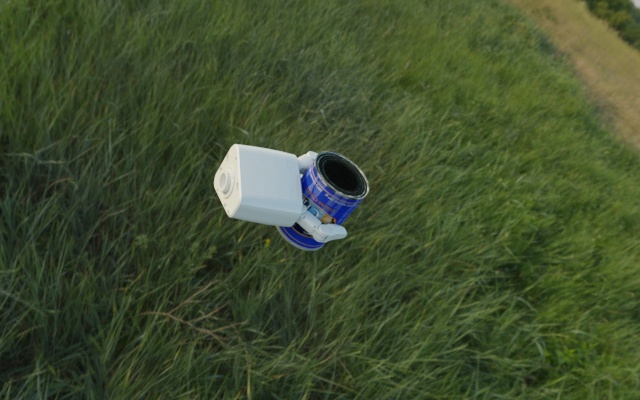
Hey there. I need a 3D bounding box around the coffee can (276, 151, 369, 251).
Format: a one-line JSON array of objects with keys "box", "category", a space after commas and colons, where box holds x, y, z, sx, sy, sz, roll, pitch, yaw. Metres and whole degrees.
[{"box": [0.000, 0.003, 0.797, 0.103, 0.102, 0.140, 0, -39, -41], "category": "coffee can"}]
